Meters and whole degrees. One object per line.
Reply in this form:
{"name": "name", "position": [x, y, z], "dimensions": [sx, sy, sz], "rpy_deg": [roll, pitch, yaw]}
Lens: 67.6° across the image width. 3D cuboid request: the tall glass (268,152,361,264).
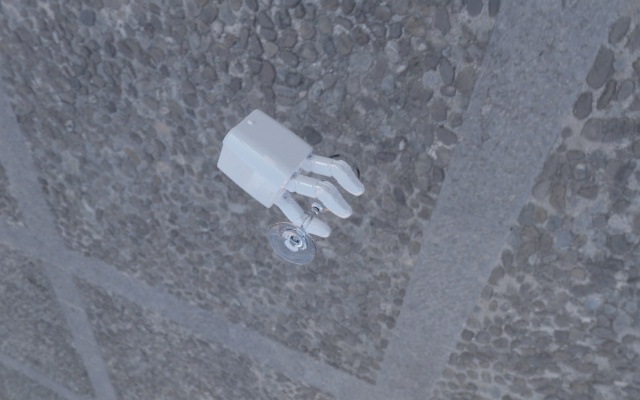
{"name": "tall glass", "position": [0.000, 0.003, 0.726], "dimensions": [0.079, 0.079, 0.201], "rpy_deg": [0, 35, 30]}
